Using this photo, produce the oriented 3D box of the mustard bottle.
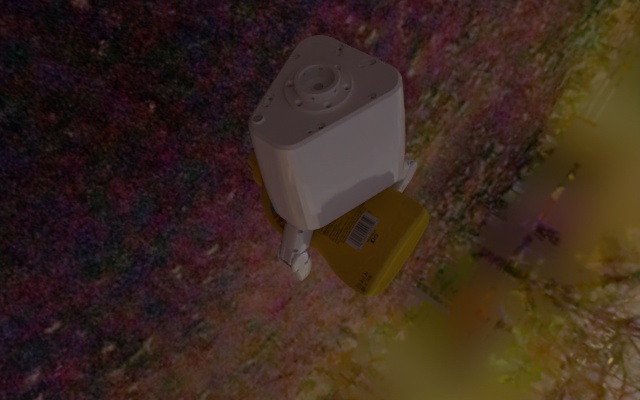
[{"bbox_3d":[0.000,0.002,0.462,0.191,0.096,0.058,34,2,25],"label":"mustard bottle"}]
